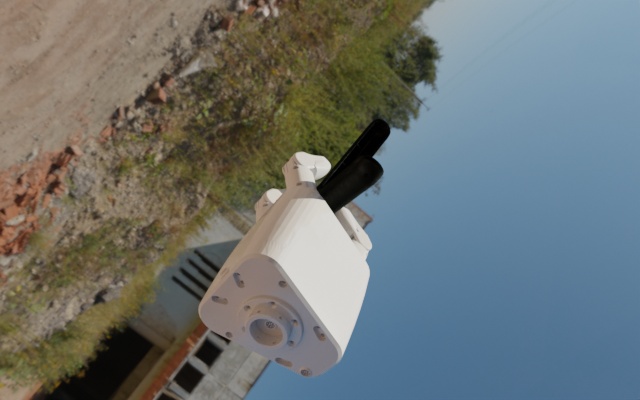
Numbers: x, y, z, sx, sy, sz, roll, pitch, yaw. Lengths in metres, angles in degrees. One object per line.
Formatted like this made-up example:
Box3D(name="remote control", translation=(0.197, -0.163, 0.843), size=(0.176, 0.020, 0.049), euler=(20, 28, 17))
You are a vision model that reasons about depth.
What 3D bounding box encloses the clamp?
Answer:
Box3D(name="clamp", translation=(0.000, 0.003, 0.500), size=(0.210, 0.036, 0.164), euler=(-46, 6, 29))
